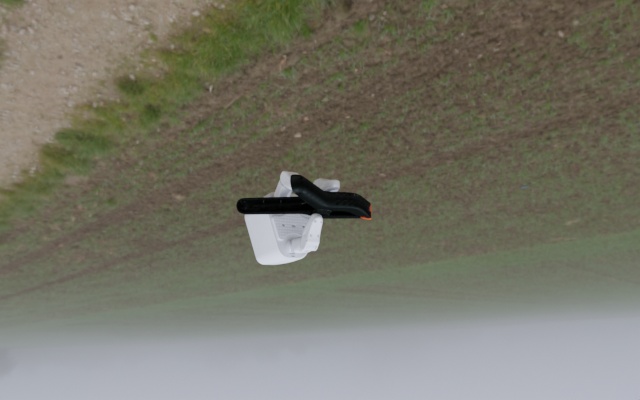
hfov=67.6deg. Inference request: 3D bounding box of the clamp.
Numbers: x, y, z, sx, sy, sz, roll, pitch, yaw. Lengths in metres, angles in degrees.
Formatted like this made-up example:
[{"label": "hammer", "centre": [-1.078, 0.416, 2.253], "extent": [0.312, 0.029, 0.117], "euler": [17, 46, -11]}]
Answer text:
[{"label": "clamp", "centre": [0.000, 0.003, 0.713], "extent": [0.210, 0.036, 0.164], "euler": [7, -15, -28]}]
